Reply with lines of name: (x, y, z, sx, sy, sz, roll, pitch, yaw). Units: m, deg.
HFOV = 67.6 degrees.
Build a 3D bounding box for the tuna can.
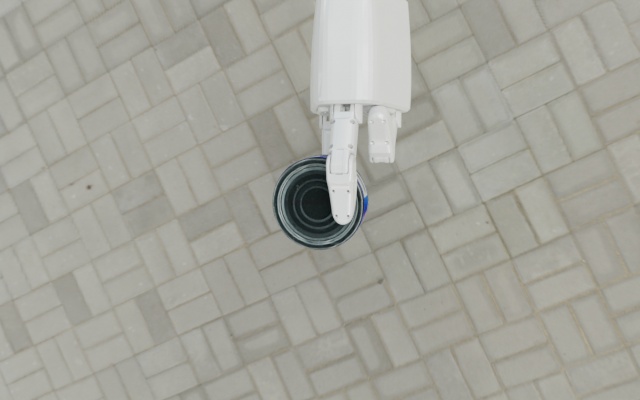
tuna can: (0.000, 0.002, 0.439, 0.086, 0.086, 0.033, 0, 8, 11)
